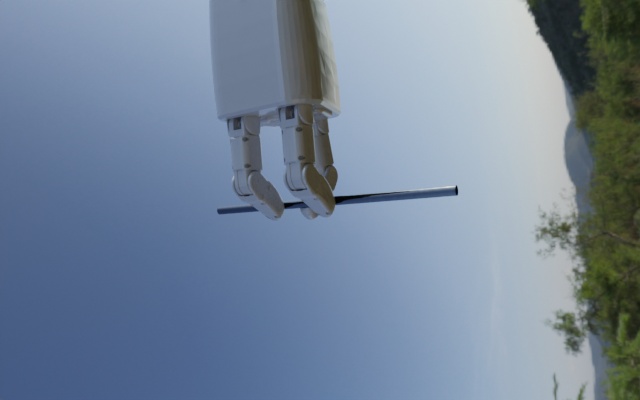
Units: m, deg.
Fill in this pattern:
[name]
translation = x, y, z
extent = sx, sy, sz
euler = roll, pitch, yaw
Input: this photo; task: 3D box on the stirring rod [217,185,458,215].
[stirring rod]
translation = 0.000, 0.001, 0.421
extent = 0.239, 0.011, 0.011
euler = -5, -3, 32
